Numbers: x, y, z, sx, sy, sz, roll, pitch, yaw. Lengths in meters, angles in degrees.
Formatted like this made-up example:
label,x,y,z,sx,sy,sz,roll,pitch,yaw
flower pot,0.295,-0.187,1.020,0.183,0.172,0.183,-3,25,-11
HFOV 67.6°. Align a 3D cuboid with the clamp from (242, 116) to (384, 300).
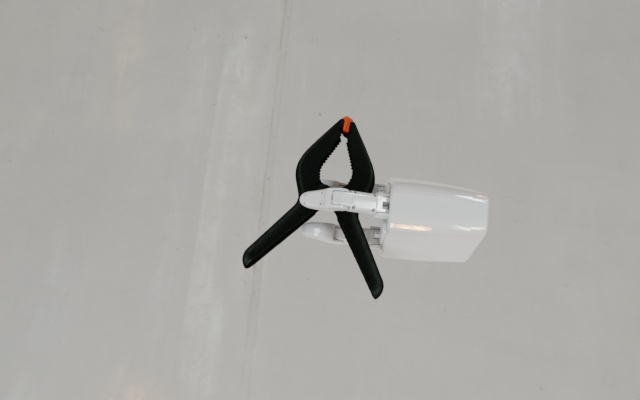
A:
label,x,y,z,sx,sy,sz,roll,pitch,yaw
clamp,0.000,0.001,0.563,0.164,0.210,0.036,6,-11,1
